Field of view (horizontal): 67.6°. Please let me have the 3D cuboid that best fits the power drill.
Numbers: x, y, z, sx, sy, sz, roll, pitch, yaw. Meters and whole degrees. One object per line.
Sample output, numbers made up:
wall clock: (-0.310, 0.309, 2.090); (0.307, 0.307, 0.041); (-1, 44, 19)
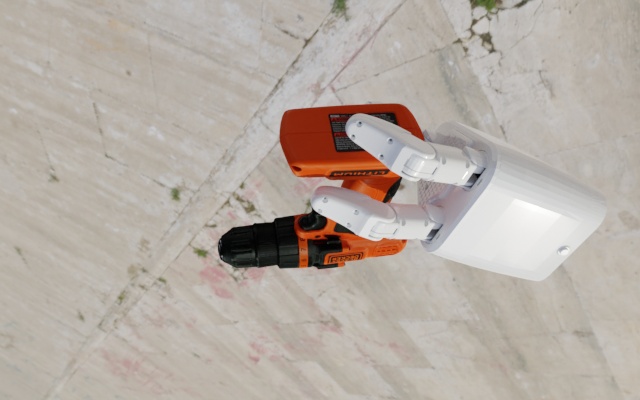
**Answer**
power drill: (0.000, 0.001, 0.408); (0.184, 0.057, 0.188); (-6, -30, -10)
